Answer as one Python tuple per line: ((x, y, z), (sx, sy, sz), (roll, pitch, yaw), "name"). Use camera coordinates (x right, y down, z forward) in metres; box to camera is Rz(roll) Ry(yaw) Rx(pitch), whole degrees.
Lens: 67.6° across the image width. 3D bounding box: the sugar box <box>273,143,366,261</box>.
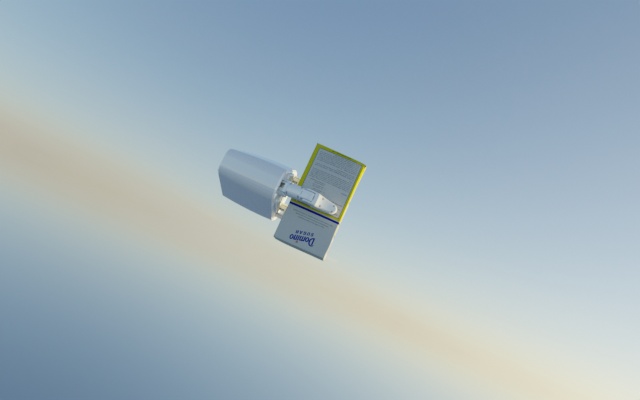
((0.000, 0.003, 0.802), (0.093, 0.176, 0.048), (24, -9, 5), "sugar box")
